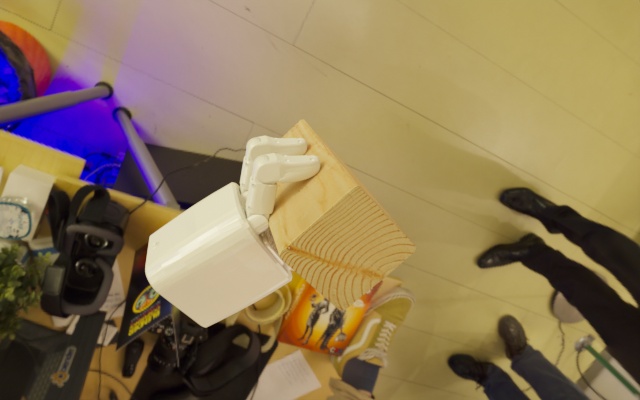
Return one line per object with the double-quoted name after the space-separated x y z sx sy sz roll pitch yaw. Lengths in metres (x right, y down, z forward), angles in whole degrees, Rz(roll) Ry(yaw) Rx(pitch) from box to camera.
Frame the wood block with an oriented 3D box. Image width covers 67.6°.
0.000 0.002 0.490 0.091 0.090 0.206 46 7 -28 "wood block"
